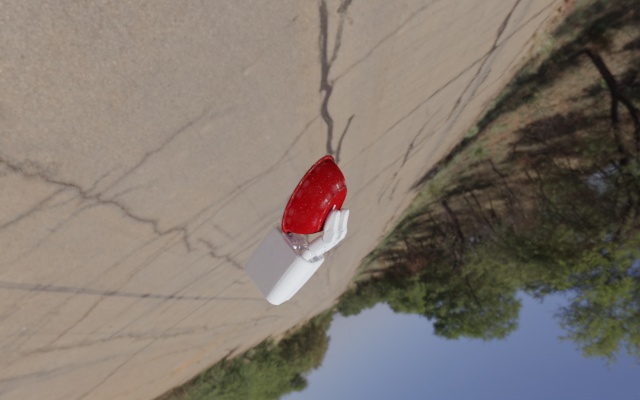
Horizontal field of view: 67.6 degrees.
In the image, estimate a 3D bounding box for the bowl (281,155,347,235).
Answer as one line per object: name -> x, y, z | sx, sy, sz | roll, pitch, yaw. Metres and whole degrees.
bowl -> 0.001, 0.002, 0.840 | 0.055, 0.162, 0.162 | 31, 9, 16
